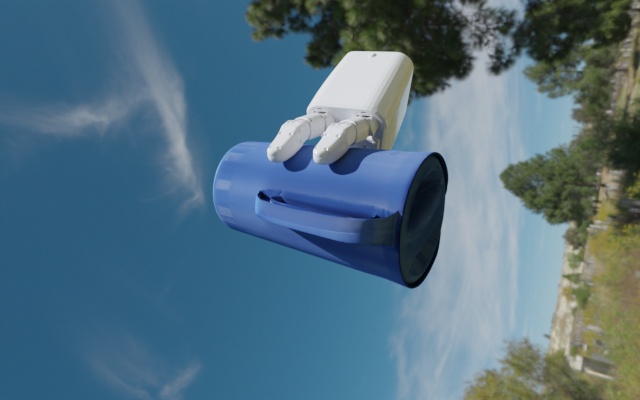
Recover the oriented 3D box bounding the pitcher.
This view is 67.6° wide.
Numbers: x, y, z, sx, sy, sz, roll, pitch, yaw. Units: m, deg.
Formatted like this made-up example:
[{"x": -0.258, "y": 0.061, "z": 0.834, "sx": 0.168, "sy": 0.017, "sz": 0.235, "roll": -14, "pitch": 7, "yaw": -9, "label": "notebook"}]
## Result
[{"x": 0.000, "y": 0.002, "z": 0.507, "sx": 0.243, "sy": 0.145, "sz": 0.149, "roll": 11, "pitch": -32, "yaw": 30, "label": "pitcher"}]
